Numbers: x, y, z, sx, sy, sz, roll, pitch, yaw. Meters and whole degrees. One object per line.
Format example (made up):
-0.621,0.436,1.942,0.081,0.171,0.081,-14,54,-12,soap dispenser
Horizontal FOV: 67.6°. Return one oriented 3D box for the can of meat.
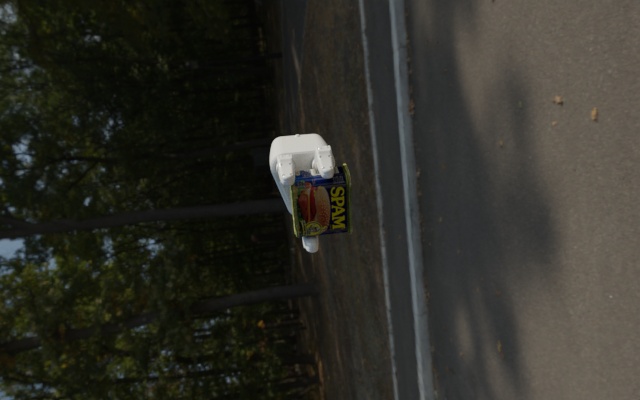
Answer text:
0.000,0.002,0.694,0.084,0.102,0.057,-6,28,-5,can of meat
